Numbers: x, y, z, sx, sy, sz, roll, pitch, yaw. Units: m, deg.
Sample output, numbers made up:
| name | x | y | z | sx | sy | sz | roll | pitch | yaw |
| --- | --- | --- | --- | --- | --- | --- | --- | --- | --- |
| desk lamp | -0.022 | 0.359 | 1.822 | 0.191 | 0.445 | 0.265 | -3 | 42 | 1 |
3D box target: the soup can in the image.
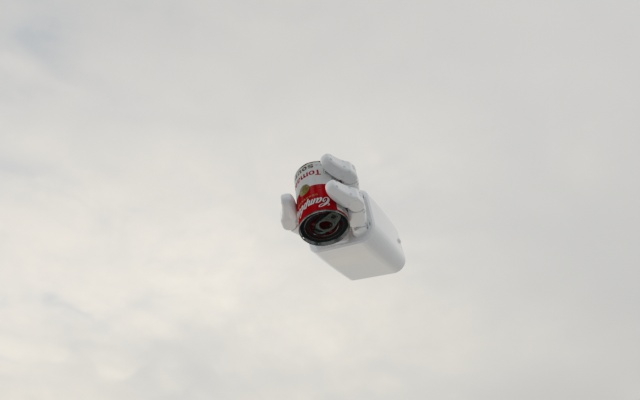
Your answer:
| name | x | y | z | sx | sy | sz | roll | pitch | yaw |
| --- | --- | --- | --- | --- | --- | --- | --- | --- | --- |
| soup can | 0.000 | 0.002 | 0.656 | 0.068 | 0.069 | 0.102 | 0 | 44 | -8 |
